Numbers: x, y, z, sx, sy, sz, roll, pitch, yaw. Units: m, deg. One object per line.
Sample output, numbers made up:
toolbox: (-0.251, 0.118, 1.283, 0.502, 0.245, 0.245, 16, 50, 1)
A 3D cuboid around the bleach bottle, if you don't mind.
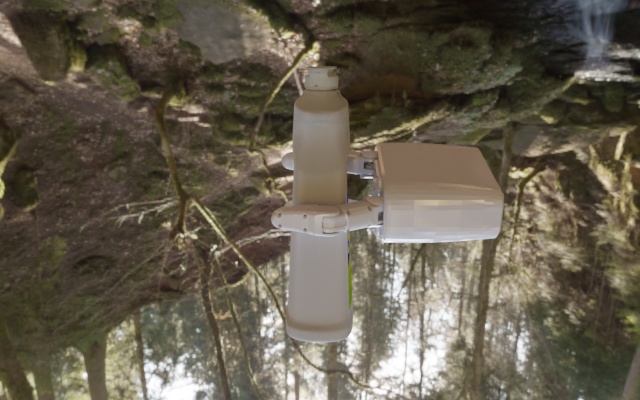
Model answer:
bleach bottle: (0.000, 0.002, 0.461, 0.068, 0.251, 0.102, 1, 18, 2)
